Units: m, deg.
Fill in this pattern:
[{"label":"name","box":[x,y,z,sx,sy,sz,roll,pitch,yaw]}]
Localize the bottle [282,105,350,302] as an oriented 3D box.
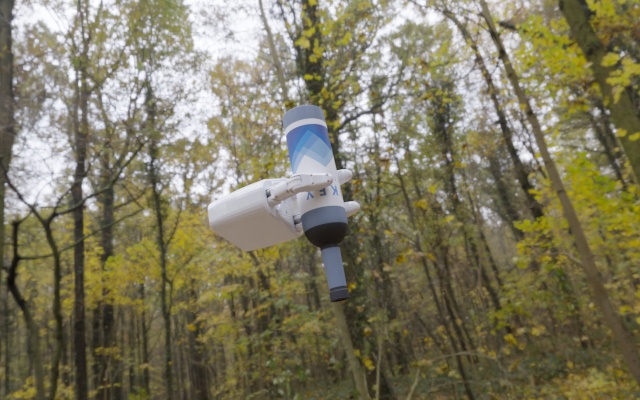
[{"label":"bottle","box":[0.000,0.002,0.711,0.069,0.295,0.069,-10,-19,-4]}]
